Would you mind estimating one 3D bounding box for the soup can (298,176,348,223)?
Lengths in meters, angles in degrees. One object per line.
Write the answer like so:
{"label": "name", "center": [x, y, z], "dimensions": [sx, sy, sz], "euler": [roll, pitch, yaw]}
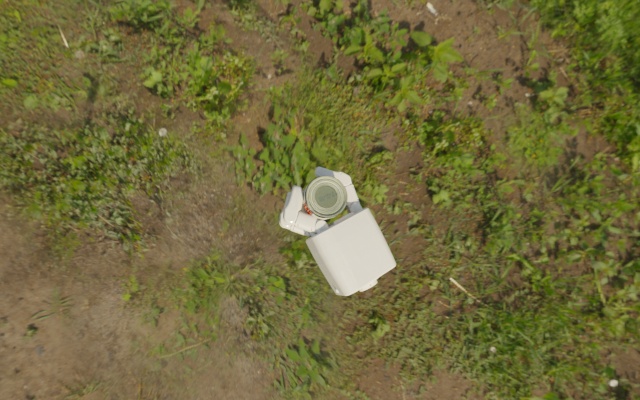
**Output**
{"label": "soup can", "center": [0.000, 0.002, 0.770], "dimensions": [0.068, 0.068, 0.102], "euler": [0, -9, -11]}
